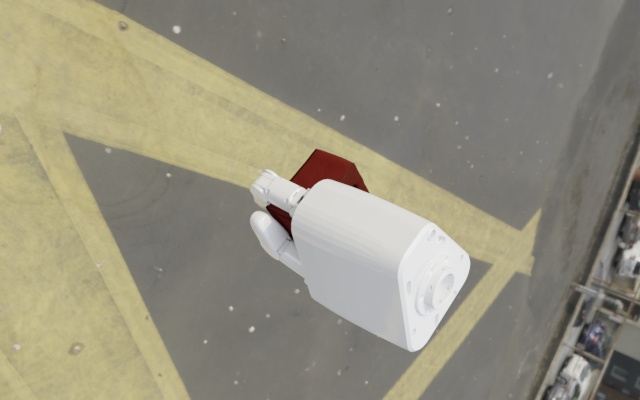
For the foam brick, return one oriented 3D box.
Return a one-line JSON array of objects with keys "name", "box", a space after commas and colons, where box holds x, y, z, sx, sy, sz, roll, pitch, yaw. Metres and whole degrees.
[{"name": "foam brick", "box": [0.000, 0.001, 0.442, 0.051, 0.078, 0.053, 22, -25, 40]}]
